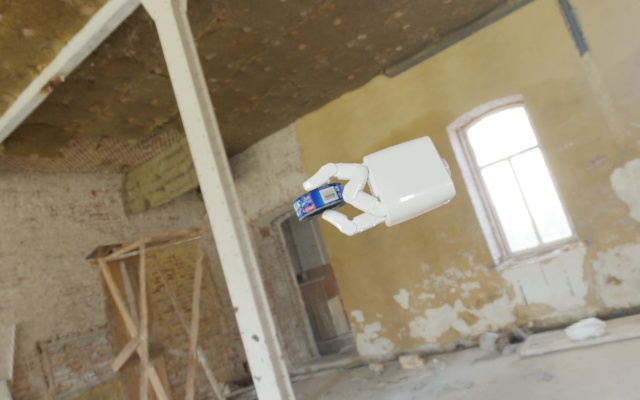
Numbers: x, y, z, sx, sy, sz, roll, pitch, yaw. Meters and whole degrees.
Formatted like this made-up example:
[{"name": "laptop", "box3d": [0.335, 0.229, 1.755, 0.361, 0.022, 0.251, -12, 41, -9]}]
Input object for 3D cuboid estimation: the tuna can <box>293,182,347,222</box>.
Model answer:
[{"name": "tuna can", "box3d": [0.000, 0.002, 0.764, 0.086, 0.033, 0.086, -22, -8, -3]}]
